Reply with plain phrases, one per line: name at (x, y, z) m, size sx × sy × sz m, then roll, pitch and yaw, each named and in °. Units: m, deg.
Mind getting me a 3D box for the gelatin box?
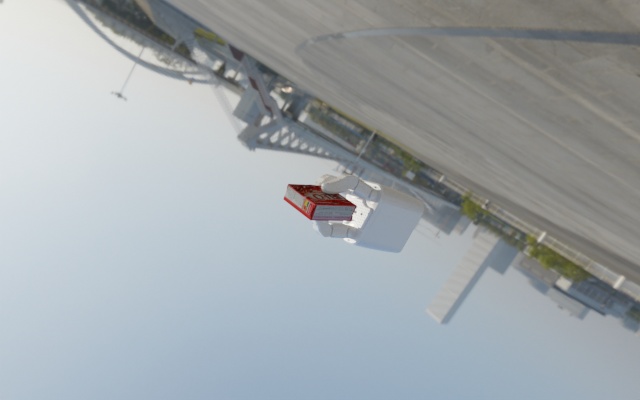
gelatin box at (0.000, 0.003, 0.734) m, size 0.089 × 0.030 × 0.073 m, roll 2°, pitch 24°, yaw -42°
